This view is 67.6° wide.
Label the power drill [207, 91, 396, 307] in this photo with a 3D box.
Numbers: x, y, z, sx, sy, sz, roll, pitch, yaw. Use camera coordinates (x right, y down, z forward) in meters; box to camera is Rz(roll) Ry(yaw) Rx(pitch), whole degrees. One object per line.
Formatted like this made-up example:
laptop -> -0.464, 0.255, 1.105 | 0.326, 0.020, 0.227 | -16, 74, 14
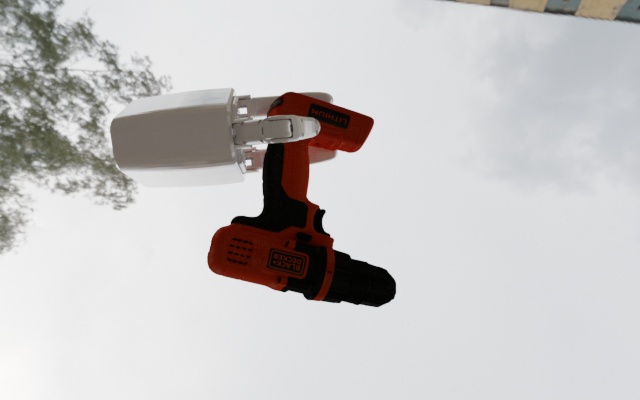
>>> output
power drill -> 0.000, 0.001, 0.464 | 0.184, 0.187, 0.057 | 16, -17, -17
